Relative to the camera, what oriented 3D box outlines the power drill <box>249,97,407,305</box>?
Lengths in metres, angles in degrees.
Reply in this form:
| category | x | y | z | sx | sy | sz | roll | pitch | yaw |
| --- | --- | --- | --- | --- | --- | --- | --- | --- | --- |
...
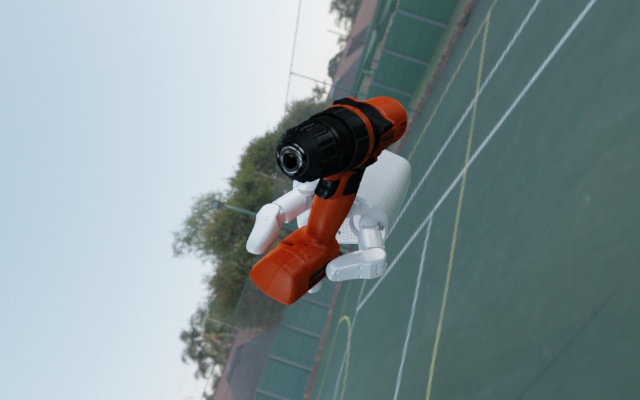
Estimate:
| category | x | y | z | sx | sy | sz | roll | pitch | yaw |
| --- | --- | --- | --- | --- | --- | --- | --- | --- | --- |
| power drill | 0.000 | 0.002 | 0.420 | 0.057 | 0.188 | 0.184 | 35 | 31 | 17 |
